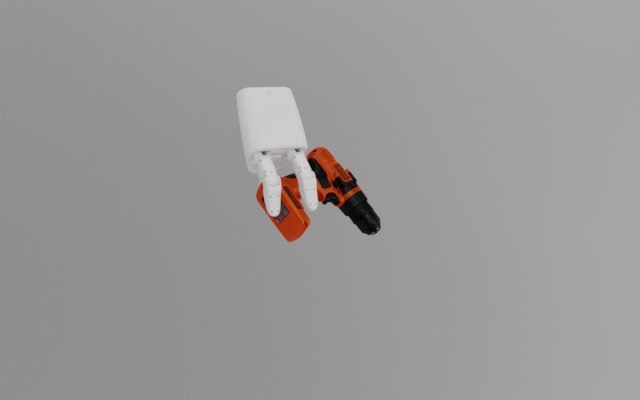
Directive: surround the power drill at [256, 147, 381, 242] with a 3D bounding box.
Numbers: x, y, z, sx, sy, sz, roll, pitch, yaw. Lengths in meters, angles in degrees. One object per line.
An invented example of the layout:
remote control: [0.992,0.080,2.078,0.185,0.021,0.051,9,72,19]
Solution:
power drill: [0.000,0.002,0.785,0.187,0.184,0.057,-23,-20,-50]
